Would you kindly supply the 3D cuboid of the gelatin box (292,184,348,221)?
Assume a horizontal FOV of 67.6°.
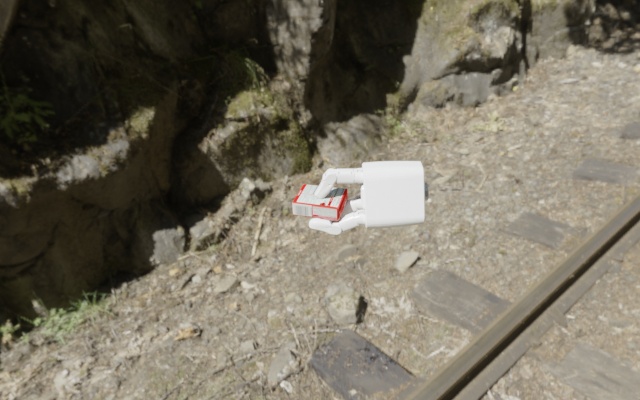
[{"bbox_3d":[0.000,0.002,0.880,0.089,0.030,0.073,7,32,12],"label":"gelatin box"}]
